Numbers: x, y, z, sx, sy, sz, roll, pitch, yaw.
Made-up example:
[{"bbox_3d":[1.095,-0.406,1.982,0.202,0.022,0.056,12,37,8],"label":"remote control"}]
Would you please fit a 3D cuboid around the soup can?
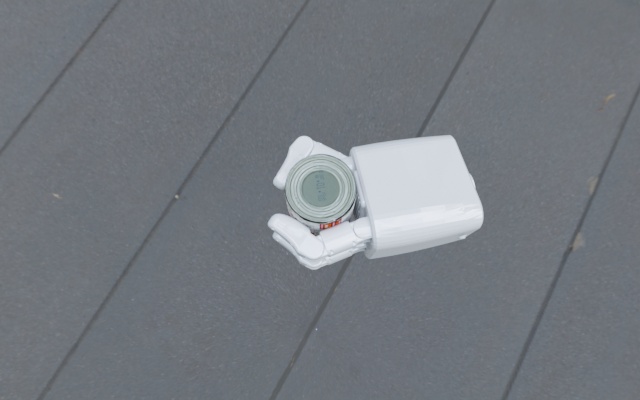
[{"bbox_3d":[0.000,0.001,0.479,0.068,0.068,0.102,0,-15,-1],"label":"soup can"}]
